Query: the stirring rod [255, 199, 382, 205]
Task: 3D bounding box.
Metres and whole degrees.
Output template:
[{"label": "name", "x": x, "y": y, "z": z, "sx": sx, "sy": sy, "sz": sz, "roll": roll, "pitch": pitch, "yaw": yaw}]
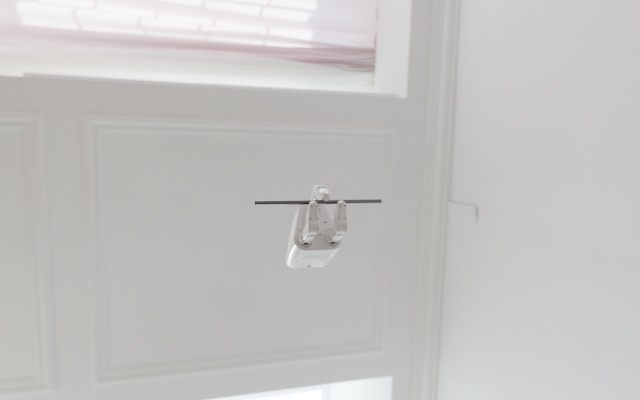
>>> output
[{"label": "stirring rod", "x": 0.000, "y": 0.003, "z": 0.874, "sx": 0.239, "sy": 0.011, "sz": 0.011, "roll": -1, "pitch": 0, "yaw": -17}]
